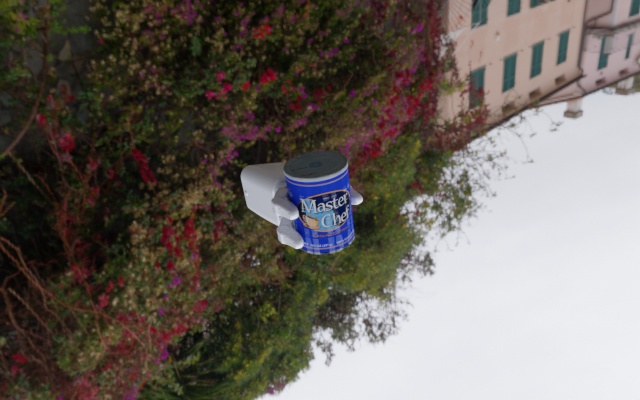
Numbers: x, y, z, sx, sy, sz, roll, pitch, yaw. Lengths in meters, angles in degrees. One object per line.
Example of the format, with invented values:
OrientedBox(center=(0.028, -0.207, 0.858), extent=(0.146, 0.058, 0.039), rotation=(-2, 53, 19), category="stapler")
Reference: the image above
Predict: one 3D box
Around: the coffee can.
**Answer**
OrientedBox(center=(0.000, 0.002, 0.784), extent=(0.103, 0.140, 0.102), rotation=(-6, 29, 3), category="coffee can")
